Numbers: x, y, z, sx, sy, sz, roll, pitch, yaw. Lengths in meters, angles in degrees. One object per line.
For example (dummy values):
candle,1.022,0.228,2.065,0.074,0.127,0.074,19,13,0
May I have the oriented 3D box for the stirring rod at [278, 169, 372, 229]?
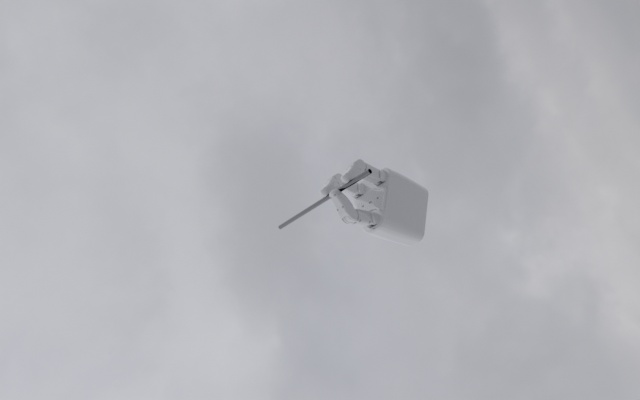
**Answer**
stirring rod,0.000,0.003,0.807,0.011,0.011,0.239,0,-23,-43
